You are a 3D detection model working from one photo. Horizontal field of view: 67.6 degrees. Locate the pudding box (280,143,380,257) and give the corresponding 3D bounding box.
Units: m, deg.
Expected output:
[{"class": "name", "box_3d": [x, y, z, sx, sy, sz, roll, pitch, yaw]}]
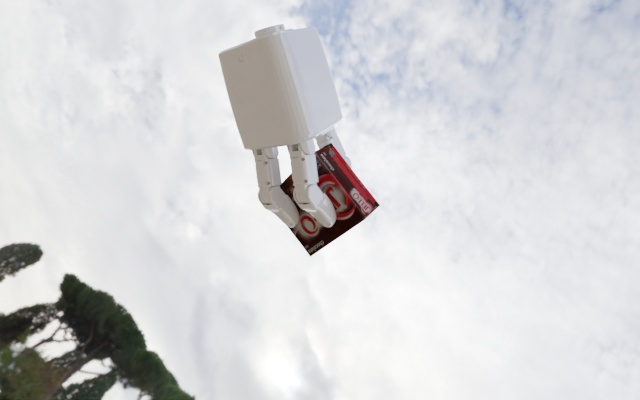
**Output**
[{"class": "pudding box", "box_3d": [0.000, 0.002, 0.548, 0.039, 0.090, 0.113, -35, -3, -43]}]
